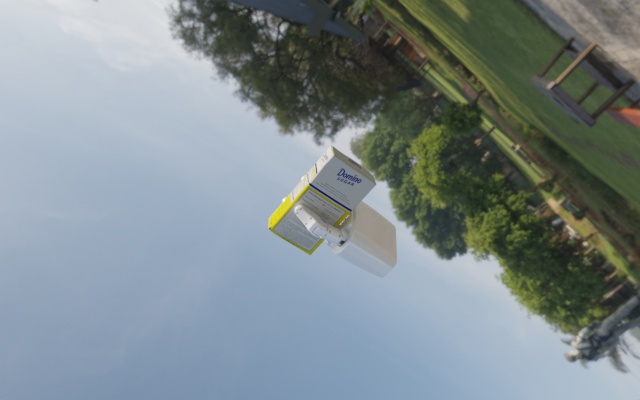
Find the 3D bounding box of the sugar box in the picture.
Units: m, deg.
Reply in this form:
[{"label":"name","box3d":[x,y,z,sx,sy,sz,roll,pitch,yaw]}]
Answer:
[{"label":"sugar box","box3d":[0.000,0.002,0.798,0.093,0.176,0.048,33,21,-22]}]
